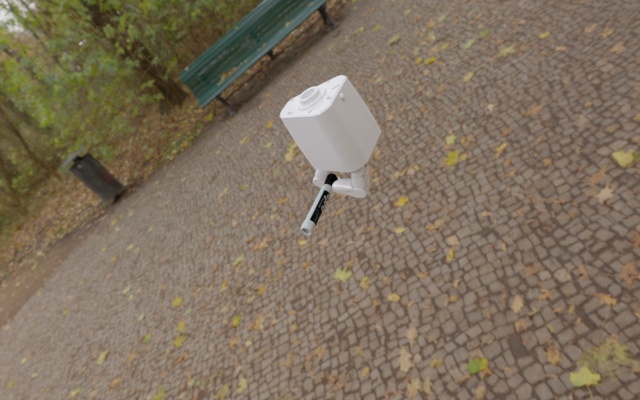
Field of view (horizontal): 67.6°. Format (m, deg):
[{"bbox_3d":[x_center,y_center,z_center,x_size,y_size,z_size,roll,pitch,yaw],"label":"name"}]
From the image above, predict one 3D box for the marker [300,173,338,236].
[{"bbox_3d":[0.000,0.002,0.735,0.020,0.121,0.020,16,-38,13],"label":"marker"}]
